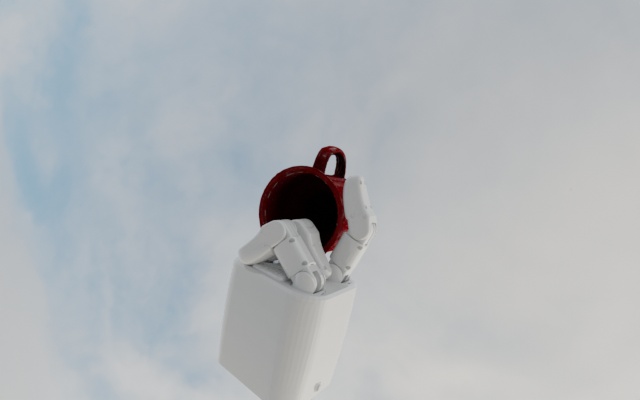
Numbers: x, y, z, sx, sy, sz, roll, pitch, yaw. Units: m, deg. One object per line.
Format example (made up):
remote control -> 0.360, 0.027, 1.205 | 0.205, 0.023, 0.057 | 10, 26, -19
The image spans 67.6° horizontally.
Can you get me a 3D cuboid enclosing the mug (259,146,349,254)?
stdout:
mug -> 0.000, 0.000, 0.490 | 0.093, 0.117, 0.081 | 16, 7, 26
